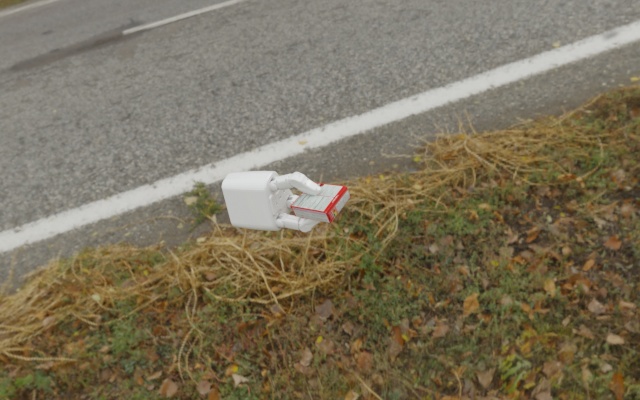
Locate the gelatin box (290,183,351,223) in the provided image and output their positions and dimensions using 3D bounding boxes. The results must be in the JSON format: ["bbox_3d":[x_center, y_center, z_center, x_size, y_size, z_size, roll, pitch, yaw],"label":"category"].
[{"bbox_3d":[0.000,0.003,0.883,0.089,0.030,0.073,8,46,38],"label":"gelatin box"}]
